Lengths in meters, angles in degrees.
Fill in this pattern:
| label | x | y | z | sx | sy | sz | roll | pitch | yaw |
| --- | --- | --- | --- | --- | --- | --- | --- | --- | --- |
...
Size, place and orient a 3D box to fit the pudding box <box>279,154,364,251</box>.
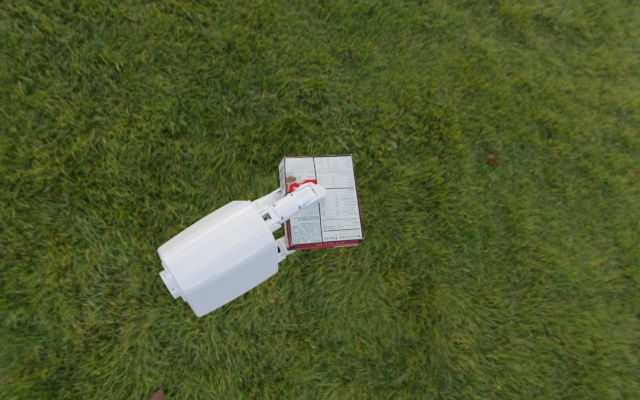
| label | x | y | z | sx | sy | sz | roll | pitch | yaw |
| --- | --- | --- | --- | --- | --- | --- | --- | --- | --- |
| pudding box | 0.000 | 0.002 | 0.581 | 0.090 | 0.113 | 0.039 | -3 | -14 | -13 |
